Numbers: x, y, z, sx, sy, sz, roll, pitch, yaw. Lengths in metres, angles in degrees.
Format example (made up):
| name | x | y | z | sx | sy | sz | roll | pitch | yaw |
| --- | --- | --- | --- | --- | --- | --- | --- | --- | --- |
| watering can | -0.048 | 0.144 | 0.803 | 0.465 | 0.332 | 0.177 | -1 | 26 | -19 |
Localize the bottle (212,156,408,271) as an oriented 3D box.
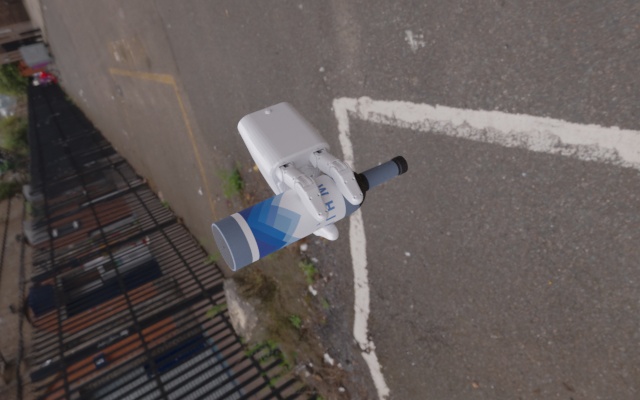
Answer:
| name | x | y | z | sx | sy | sz | roll | pitch | yaw |
| --- | --- | --- | --- | --- | --- | --- | --- | --- | --- |
| bottle | 0.000 | 0.002 | 0.659 | 0.295 | 0.069 | 0.069 | -25 | 10 | -23 |
